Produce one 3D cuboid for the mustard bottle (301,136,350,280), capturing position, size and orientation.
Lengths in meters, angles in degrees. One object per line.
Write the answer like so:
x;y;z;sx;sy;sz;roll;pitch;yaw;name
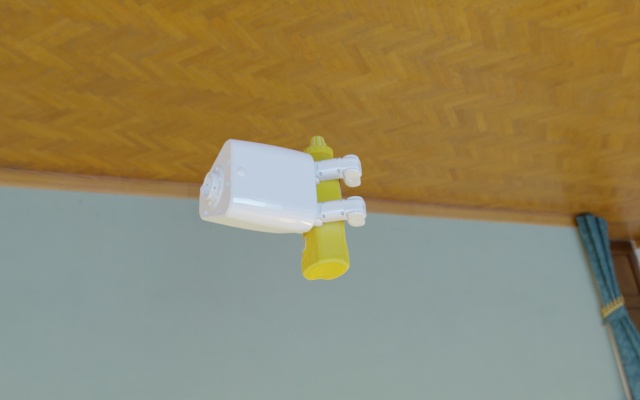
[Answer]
0.000;0.002;0.630;0.058;0.191;0.096;0;-23;-9;mustard bottle
